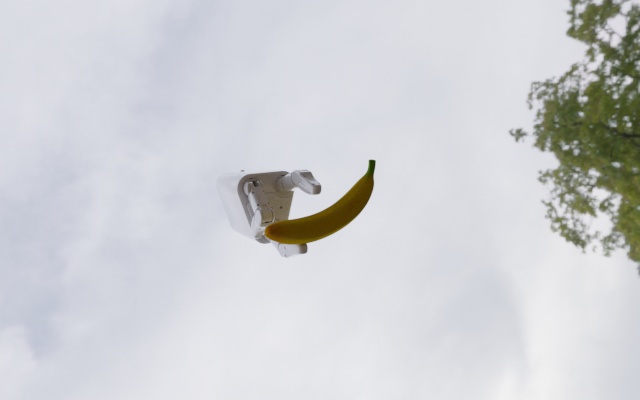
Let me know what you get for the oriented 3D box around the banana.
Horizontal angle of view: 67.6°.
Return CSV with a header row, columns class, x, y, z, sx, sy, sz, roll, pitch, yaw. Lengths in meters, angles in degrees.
class,x,y,z,sx,sy,sz,roll,pitch,yaw
banana,0.010,0.016,0.672,0.197,0.070,0.037,-35,23,-25
